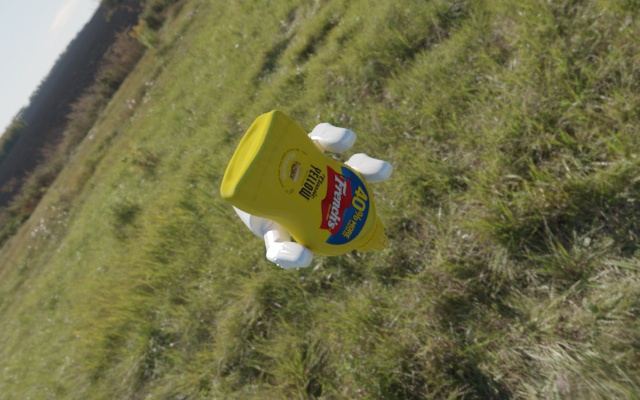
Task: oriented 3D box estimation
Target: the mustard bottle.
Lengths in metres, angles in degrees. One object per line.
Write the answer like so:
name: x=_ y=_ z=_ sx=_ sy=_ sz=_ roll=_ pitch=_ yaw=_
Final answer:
mustard bottle: x=0.000 y=0.001 z=0.480 sx=0.192 sy=0.096 sz=0.058 roll=35 pitch=-24 yaw=-30
